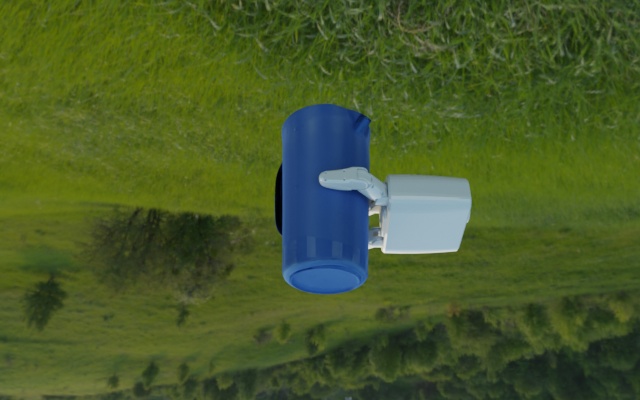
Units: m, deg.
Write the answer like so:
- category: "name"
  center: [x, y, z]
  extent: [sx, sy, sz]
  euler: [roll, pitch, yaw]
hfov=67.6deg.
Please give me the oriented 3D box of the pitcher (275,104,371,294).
- category: "pitcher"
  center: [0.000, 0.002, 0.664]
  extent: [0.145, 0.242, 0.149]
  euler: [1, -31, 0]
